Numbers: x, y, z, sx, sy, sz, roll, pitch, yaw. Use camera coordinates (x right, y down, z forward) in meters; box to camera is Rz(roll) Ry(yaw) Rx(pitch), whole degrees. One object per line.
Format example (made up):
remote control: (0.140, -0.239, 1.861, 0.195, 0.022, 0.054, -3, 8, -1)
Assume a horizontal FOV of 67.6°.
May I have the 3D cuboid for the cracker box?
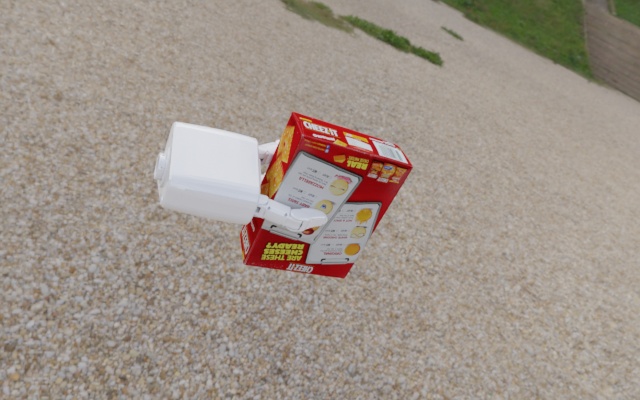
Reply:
cracker box: (0.000, 0.002, 0.659, 0.164, 0.214, 0.072, 12, 33, -25)
